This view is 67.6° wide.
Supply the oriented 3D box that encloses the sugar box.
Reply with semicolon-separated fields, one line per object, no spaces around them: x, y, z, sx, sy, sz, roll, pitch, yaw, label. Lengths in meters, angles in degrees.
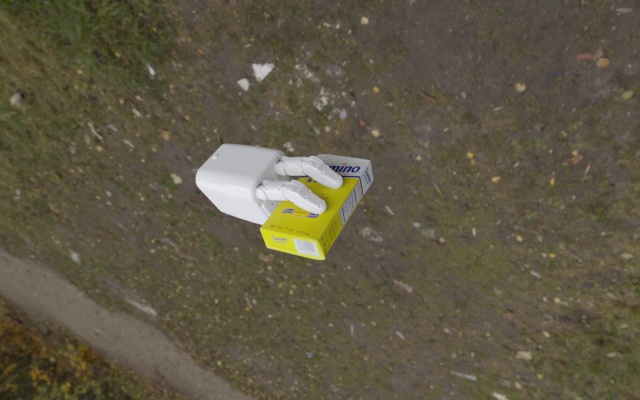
0.000;0.002;0.686;0.093;0.048;0.176;10;48;27;sugar box
